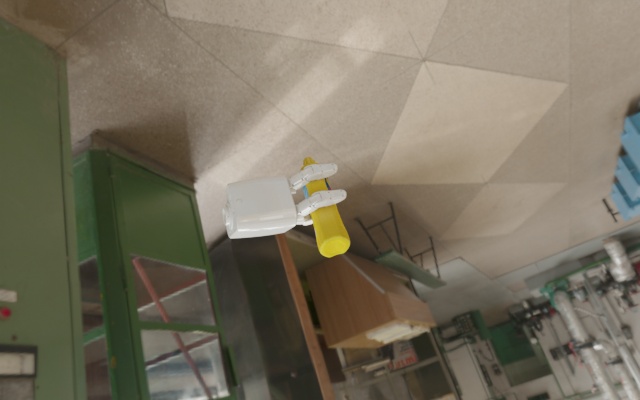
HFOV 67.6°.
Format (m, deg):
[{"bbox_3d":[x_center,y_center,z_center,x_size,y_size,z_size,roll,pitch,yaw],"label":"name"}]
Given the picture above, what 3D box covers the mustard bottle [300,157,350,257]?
[{"bbox_3d":[0.001,0.003,0.885,0.058,0.191,0.096,-18,-25,0],"label":"mustard bottle"}]
